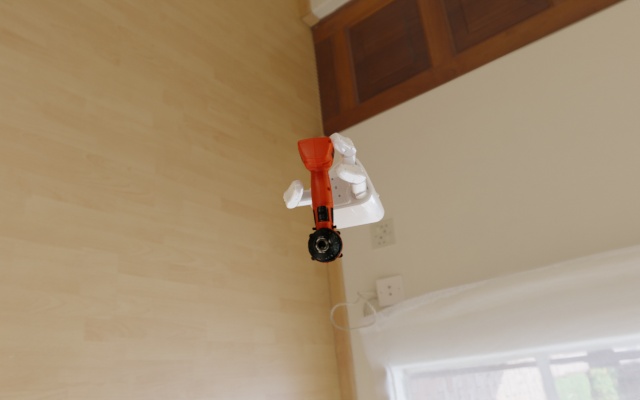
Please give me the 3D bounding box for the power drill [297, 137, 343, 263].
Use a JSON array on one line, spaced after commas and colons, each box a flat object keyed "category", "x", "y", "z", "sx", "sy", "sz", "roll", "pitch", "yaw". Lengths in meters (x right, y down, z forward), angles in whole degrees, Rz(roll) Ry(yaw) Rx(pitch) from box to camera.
[{"category": "power drill", "x": 0.000, "y": 0.002, "z": 0.734, "sx": 0.057, "sy": 0.187, "sz": 0.184, "roll": -5, "pitch": -7, "yaw": 1}]
